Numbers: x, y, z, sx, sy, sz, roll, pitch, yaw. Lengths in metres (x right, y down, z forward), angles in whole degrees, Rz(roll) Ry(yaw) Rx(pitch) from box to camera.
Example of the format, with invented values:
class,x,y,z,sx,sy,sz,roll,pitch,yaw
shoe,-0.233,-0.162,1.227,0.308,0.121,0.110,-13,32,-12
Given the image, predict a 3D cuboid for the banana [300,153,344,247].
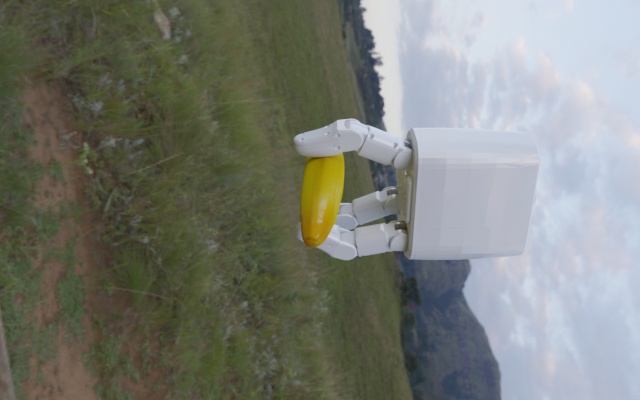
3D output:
class,x,y,z,sx,sy,sz,roll,pitch,yaw
banana,0.002,-0.017,0.444,0.037,0.070,0.197,6,12,-2
